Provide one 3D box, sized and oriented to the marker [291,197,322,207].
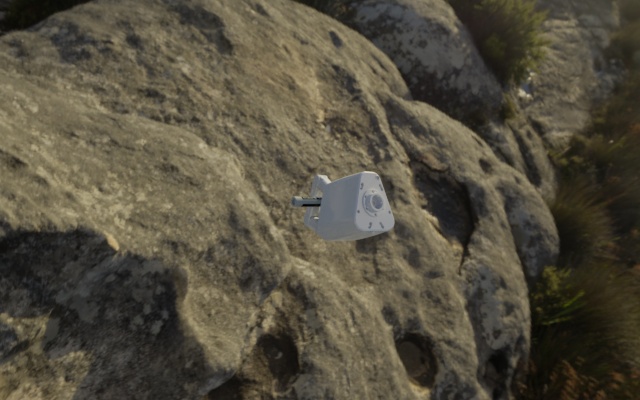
[{"bbox_3d":[0.000,0.003,0.894,0.121,0.020,0.020,1,-1,-35],"label":"marker"}]
